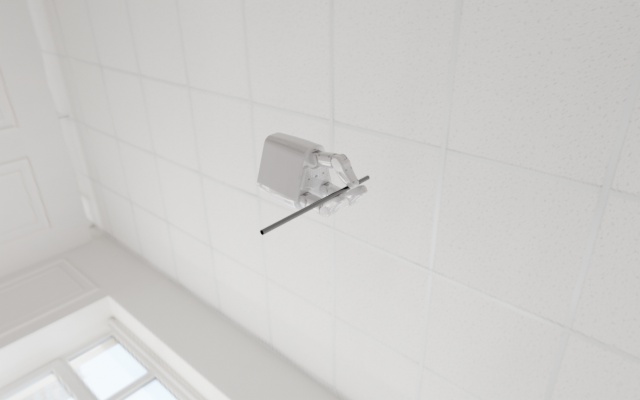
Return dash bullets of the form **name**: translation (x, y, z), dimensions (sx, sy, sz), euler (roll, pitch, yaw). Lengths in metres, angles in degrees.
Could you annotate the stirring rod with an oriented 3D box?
- **stirring rod**: translation (0.000, 0.002, 0.734), dimensions (0.011, 0.011, 0.239), euler (0, 20, 46)
